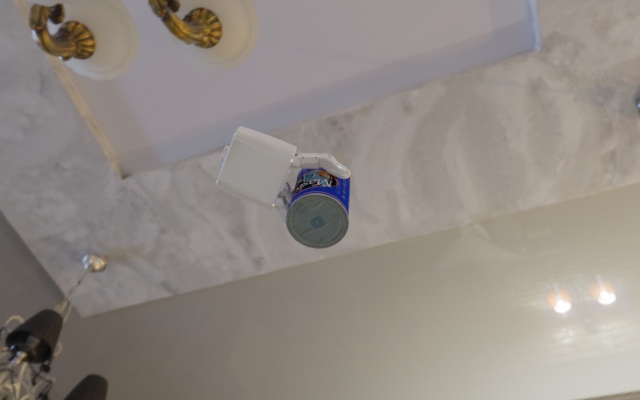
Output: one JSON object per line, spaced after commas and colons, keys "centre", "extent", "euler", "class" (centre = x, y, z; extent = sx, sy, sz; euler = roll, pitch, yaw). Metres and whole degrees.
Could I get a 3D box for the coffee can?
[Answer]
{"centre": [0.000, 0.003, 0.833], "extent": [0.103, 0.103, 0.140], "euler": [0, 29, 5], "class": "coffee can"}
